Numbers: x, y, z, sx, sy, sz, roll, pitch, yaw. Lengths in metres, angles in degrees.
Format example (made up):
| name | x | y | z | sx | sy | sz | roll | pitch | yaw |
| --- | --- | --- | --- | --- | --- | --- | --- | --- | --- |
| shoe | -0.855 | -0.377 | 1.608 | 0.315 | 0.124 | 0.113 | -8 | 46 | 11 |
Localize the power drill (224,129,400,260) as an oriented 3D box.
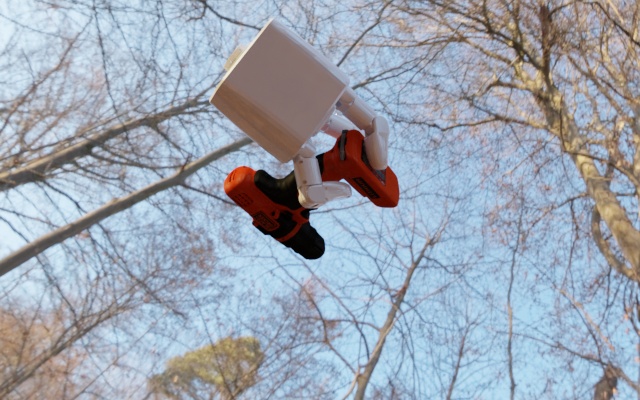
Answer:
| name | x | y | z | sx | sy | sz | roll | pitch | yaw |
| --- | --- | --- | --- | --- | --- | --- | --- | --- | --- |
| power drill | 0.000 | 0.002 | 0.598 | 0.188 | 0.057 | 0.184 | -23 | -48 | 29 |
